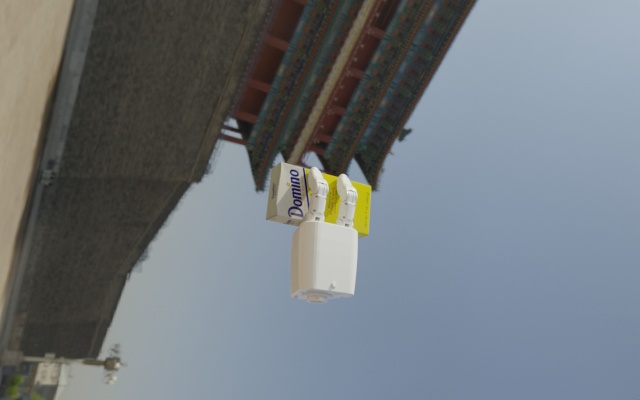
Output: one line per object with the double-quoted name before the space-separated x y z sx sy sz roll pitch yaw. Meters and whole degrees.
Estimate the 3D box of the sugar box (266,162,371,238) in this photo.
"sugar box" 0.000 0.003 0.804 0.176 0.093 0.048 13 -20 -28
